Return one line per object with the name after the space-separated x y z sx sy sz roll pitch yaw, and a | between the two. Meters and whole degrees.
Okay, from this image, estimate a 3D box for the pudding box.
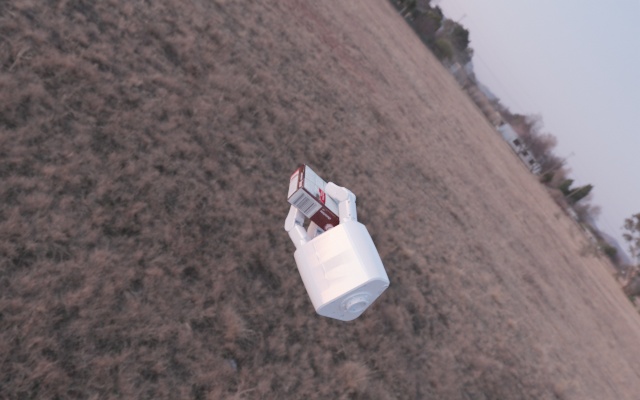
0.000 0.002 0.786 0.039 0.113 0.090 -41 21 19 | pudding box
